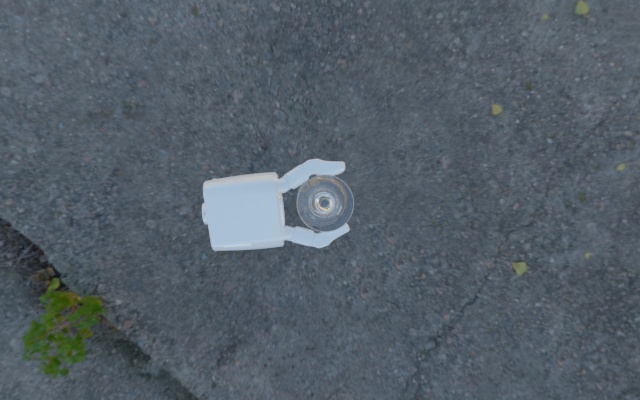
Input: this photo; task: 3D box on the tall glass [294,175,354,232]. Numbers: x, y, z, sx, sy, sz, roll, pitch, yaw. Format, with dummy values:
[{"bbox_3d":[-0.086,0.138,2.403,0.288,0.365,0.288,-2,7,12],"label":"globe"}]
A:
[{"bbox_3d":[0.000,0.002,0.714,0.079,0.079,0.201,0,1,-3],"label":"tall glass"}]
